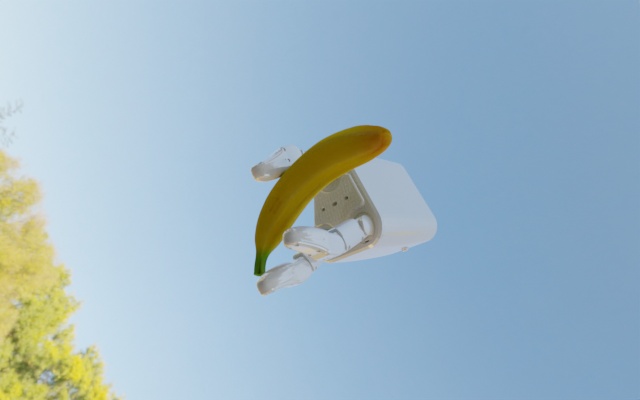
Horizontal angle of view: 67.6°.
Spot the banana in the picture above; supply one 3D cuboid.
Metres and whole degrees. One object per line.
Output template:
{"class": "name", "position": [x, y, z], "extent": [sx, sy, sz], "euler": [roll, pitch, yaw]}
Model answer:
{"class": "banana", "position": [-0.009, -0.011, 0.440], "extent": [0.037, 0.069, 0.198], "euler": [8, -46, -42]}
